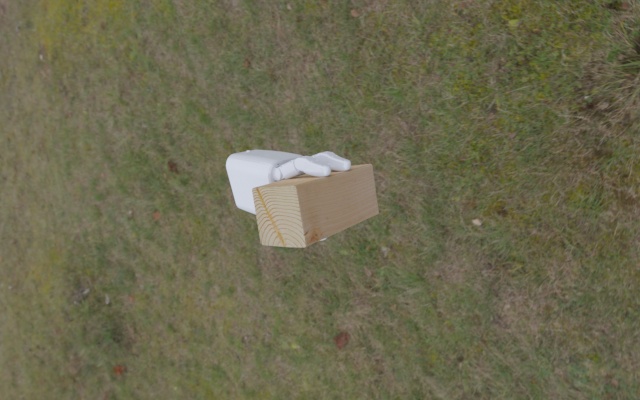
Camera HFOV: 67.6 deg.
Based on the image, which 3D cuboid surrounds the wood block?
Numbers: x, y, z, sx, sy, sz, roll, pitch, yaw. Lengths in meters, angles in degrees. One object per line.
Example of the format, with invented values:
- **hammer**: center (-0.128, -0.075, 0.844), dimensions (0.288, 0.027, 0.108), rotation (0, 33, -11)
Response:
- **wood block**: center (0.000, 0.003, 0.763), dimensions (0.090, 0.091, 0.206), rotation (-1, 11, 38)
